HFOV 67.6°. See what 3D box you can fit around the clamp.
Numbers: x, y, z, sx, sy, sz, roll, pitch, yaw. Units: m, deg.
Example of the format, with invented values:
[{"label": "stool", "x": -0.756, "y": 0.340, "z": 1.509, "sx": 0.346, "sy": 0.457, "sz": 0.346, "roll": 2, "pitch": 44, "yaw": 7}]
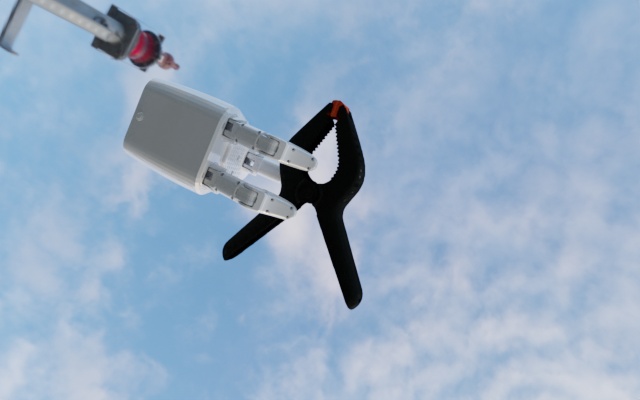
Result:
[{"label": "clamp", "x": 0.000, "y": 0.001, "z": 0.507, "sx": 0.164, "sy": 0.210, "sz": 0.036, "roll": 25, "pitch": 5, "yaw": 16}]
